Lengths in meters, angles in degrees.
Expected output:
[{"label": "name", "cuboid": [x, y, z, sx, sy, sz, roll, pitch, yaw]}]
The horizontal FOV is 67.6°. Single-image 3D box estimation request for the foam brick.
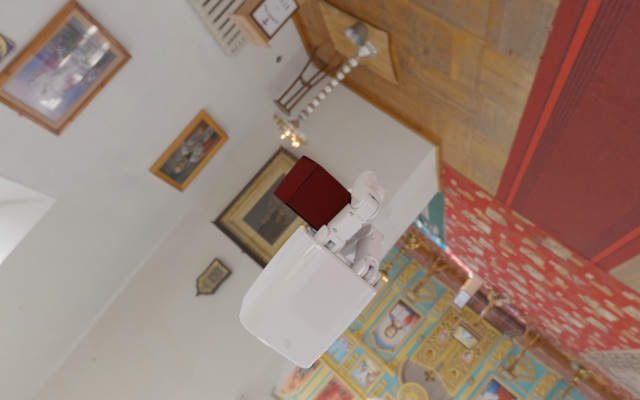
[{"label": "foam brick", "cuboid": [0.000, 0.001, 0.482, 0.078, 0.051, 0.053, 42, -2, -23]}]
